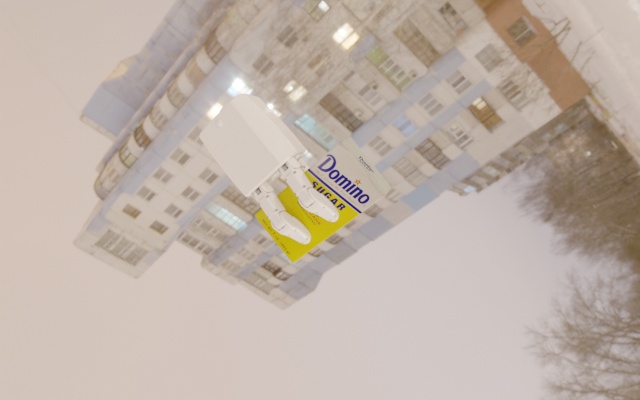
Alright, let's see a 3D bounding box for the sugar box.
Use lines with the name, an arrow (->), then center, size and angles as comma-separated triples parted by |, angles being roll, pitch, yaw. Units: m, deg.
sugar box -> 0.000, 0.002, 0.662 | 0.176, 0.093, 0.048 | -39, 0, 29
